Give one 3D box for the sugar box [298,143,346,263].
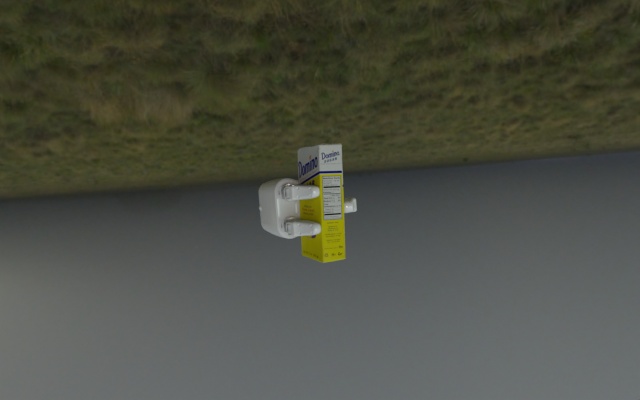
[{"bbox_3d":[0.000,0.003,0.746,0.048,0.176,0.093,-6,3,-23],"label":"sugar box"}]
